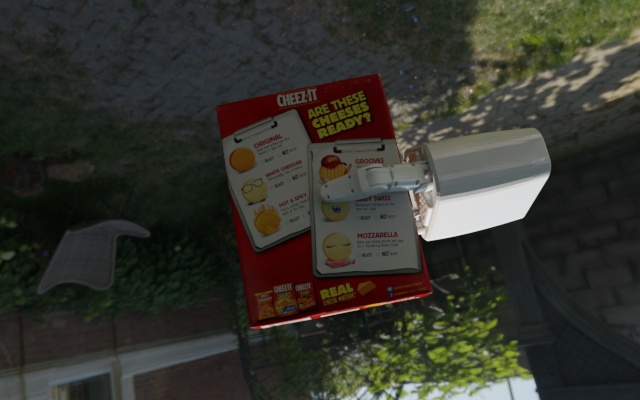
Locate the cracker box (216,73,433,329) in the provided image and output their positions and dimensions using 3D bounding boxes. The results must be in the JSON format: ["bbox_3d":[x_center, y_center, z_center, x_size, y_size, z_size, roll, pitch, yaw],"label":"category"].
[{"bbox_3d":[0.000,0.002,0.463,0.164,0.213,0.072,-11,-13,-1],"label":"cracker box"}]
